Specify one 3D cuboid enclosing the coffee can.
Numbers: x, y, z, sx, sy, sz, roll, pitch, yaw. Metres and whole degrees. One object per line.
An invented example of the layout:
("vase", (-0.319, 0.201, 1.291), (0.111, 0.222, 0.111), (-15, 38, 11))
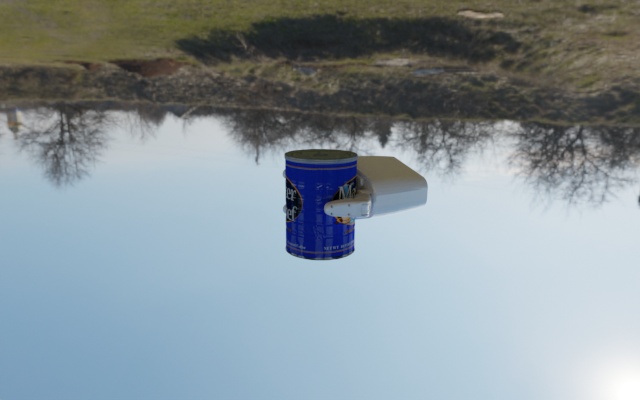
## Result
("coffee can", (0.000, 0.002, 0.682), (0.103, 0.140, 0.102), (1, 14, 0))
